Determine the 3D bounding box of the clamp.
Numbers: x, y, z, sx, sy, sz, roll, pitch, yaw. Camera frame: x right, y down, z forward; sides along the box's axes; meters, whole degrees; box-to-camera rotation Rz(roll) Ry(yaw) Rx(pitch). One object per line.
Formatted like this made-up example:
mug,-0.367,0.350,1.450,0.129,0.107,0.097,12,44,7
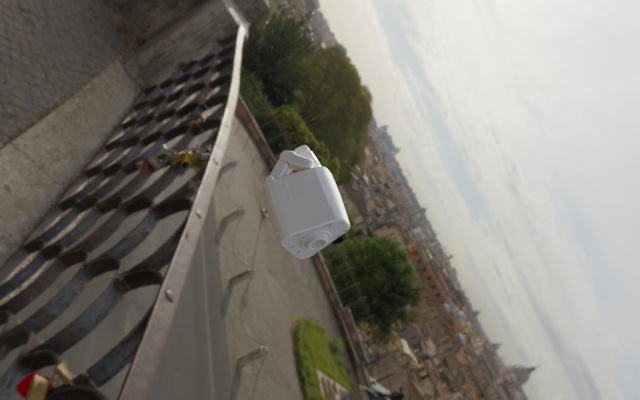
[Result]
clamp,0.001,0.002,0.865,0.039,0.120,0.171,-27,-33,11
